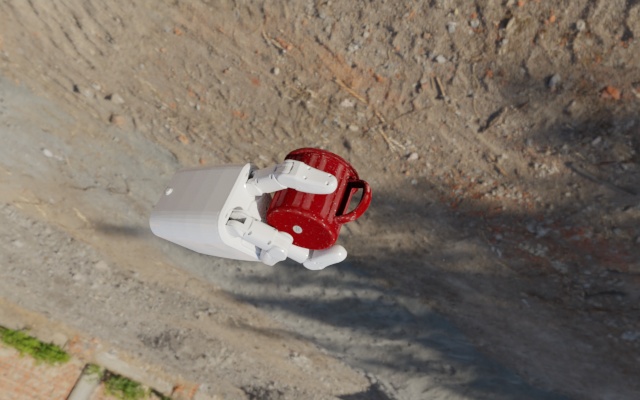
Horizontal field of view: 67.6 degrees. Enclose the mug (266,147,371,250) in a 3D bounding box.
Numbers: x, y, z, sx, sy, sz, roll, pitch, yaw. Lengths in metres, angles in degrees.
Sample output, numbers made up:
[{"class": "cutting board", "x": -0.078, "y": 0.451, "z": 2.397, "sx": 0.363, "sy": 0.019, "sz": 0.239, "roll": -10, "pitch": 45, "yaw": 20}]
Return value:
[{"class": "mug", "x": 0.001, "y": 0.002, "z": 0.527, "sx": 0.117, "sy": 0.081, "sz": 0.093, "roll": 1, "pitch": -37, "yaw": 28}]
